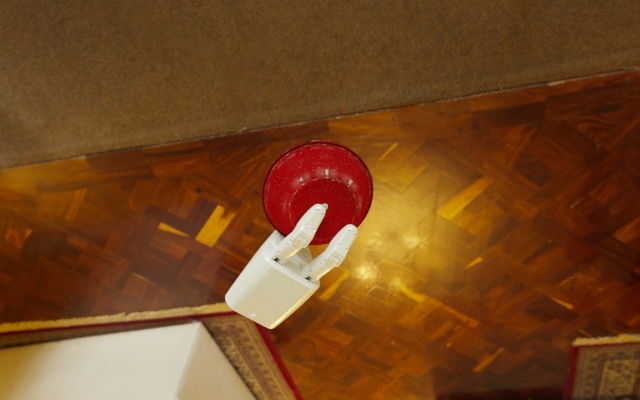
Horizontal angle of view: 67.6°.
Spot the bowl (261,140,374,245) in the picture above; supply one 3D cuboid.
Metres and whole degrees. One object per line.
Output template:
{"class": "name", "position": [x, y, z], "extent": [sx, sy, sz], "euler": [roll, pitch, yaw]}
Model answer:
{"class": "bowl", "position": [0.001, 0.001, 0.655], "extent": [0.162, 0.162, 0.055], "euler": [0, 23, -9]}
